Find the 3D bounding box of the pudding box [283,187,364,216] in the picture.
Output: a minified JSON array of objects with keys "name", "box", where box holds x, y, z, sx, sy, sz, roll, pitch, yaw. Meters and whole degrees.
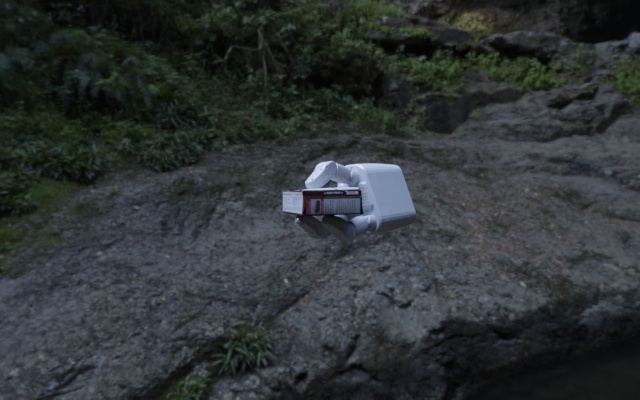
[{"name":"pudding box","box":[0.000,0.002,0.695,0.090,0.039,0.113,-2,0,-18]}]
